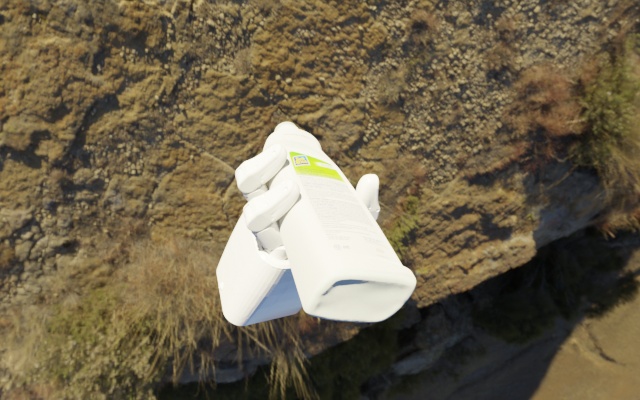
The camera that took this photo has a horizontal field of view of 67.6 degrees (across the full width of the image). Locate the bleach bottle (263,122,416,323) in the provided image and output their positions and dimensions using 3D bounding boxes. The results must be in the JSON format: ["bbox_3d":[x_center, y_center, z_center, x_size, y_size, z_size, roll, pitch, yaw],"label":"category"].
[{"bbox_3d":[0.000,0.002,0.489,0.102,0.068,0.250,12,36,-30],"label":"bleach bottle"}]
